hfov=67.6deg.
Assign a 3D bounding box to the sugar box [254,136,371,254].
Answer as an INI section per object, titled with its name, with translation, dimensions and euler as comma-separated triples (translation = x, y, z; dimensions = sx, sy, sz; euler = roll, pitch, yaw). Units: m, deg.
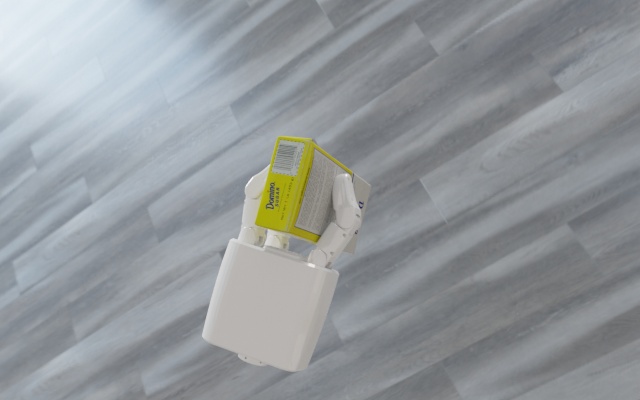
[sugar box]
translation = 0.000, 0.002, 0.526
dimensions = 0.048, 0.093, 0.176
euler = 12, -8, 24
